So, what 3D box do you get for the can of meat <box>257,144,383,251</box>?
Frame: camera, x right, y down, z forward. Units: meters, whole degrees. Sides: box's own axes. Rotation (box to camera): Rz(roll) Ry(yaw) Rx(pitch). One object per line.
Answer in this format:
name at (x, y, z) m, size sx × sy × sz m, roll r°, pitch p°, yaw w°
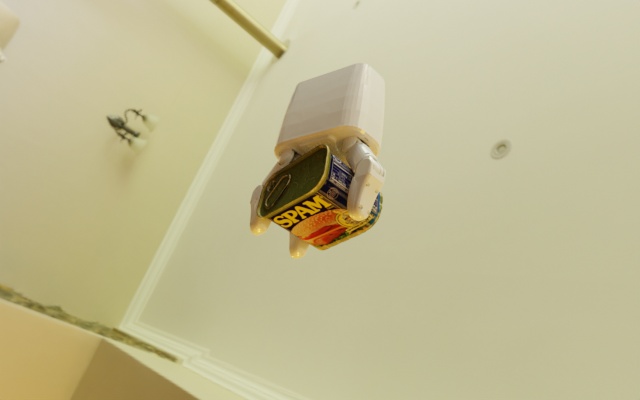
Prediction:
can of meat at (0.000, 0.002, 0.486) m, size 0.084 × 0.057 × 0.102 m, roll 34°, pitch -43°, yaw -30°
